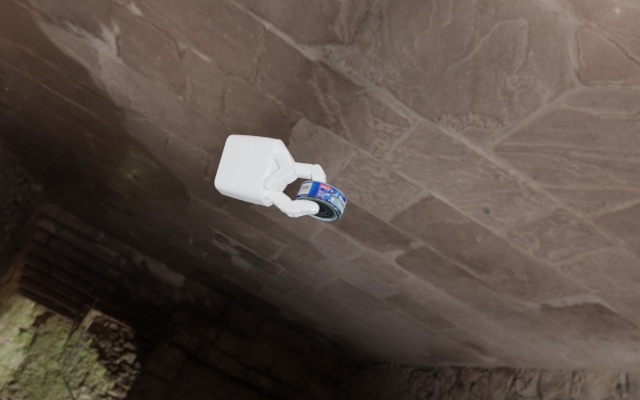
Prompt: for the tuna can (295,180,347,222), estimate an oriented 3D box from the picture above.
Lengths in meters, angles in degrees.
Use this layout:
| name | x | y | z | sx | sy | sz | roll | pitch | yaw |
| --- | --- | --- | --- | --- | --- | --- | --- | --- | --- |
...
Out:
| name | x | y | z | sx | sy | sz | roll | pitch | yaw |
| --- | --- | --- | --- | --- | --- | --- | --- | --- | --- |
| tuna can | 0.000 | 0.003 | 0.822 | 0.086 | 0.033 | 0.086 | 17 | -26 | 9 |
